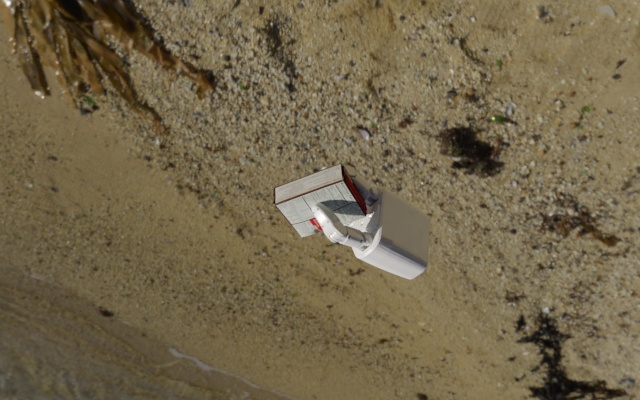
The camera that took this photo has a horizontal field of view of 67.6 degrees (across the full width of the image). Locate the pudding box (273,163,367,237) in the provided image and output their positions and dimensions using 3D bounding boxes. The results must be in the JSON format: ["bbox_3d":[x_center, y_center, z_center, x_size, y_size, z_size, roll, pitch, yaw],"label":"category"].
[{"bbox_3d":[0.000,0.002,0.696,0.113,0.039,0.090,-20,-46,15],"label":"pudding box"}]
